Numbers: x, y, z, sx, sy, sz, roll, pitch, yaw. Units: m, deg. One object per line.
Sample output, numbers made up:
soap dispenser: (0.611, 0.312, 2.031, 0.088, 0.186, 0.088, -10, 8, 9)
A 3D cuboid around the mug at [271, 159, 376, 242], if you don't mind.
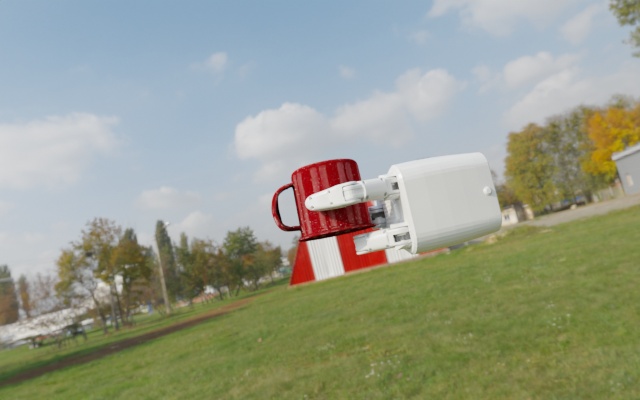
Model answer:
mug: (-0.001, 0.002, 0.558, 0.117, 0.081, 0.093, -10, -7, -12)
